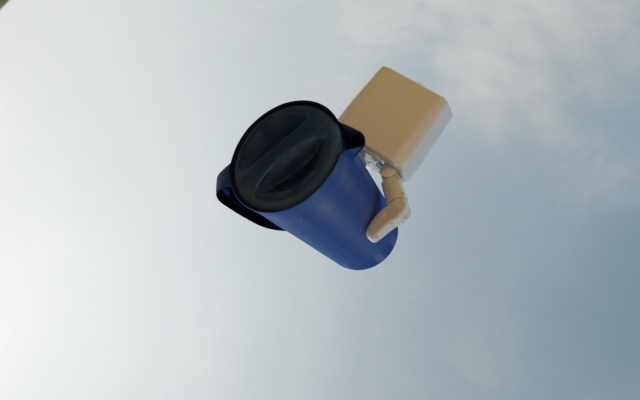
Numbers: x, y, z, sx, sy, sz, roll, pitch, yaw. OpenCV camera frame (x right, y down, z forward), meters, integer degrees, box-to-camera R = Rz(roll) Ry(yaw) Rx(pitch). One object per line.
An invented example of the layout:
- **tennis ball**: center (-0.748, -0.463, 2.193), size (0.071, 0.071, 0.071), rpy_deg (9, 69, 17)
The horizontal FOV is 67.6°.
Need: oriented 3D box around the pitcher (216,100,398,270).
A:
- **pitcher**: center (0.000, 0.002, 0.586), size (0.149, 0.145, 0.243), rpy_deg (31, -8, 36)
